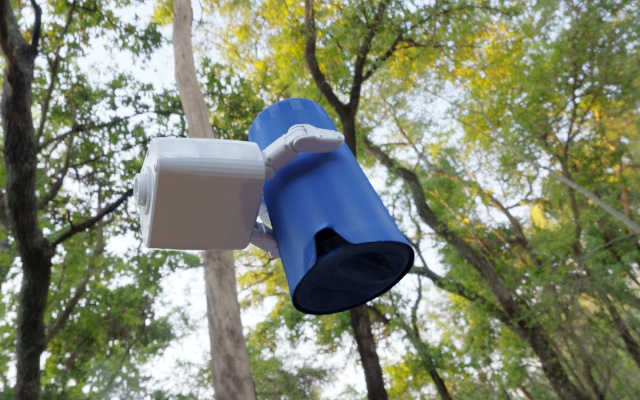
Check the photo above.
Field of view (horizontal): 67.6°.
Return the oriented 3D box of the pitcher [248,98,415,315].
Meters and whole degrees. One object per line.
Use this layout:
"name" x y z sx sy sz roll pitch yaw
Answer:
"pitcher" 0.000 0.002 0.554 0.145 0.242 0.149 0 -42 -29
